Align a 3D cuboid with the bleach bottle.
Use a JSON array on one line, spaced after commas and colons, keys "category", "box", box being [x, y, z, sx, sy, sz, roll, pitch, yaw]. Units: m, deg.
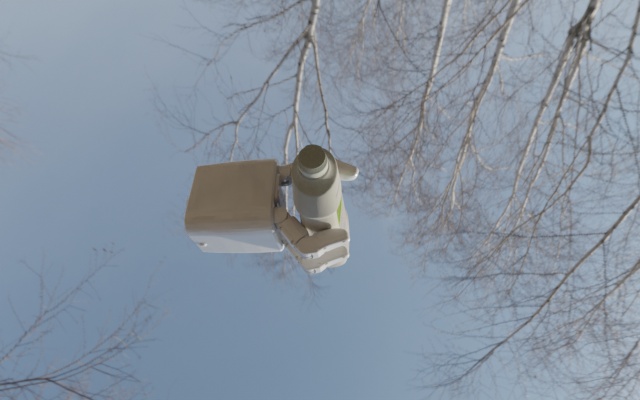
[{"category": "bleach bottle", "box": [0.000, 0.002, 0.593, 0.068, 0.102, 0.251, -4, -26, 3]}]
